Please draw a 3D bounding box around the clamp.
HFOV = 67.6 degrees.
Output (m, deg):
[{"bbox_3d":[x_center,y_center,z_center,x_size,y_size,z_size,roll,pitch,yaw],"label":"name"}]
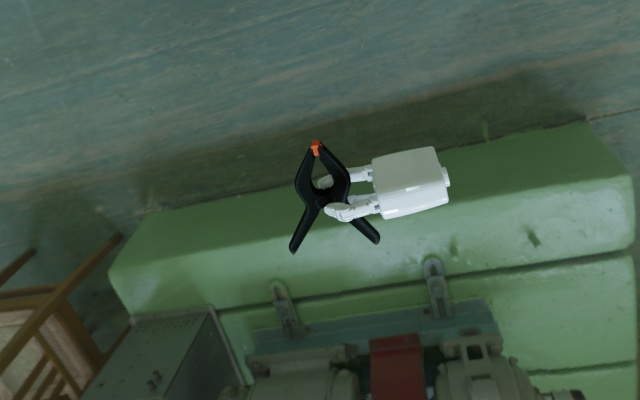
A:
[{"bbox_3d":[0.000,0.003,0.818,0.164,0.210,0.036,-15,24,9],"label":"clamp"}]
